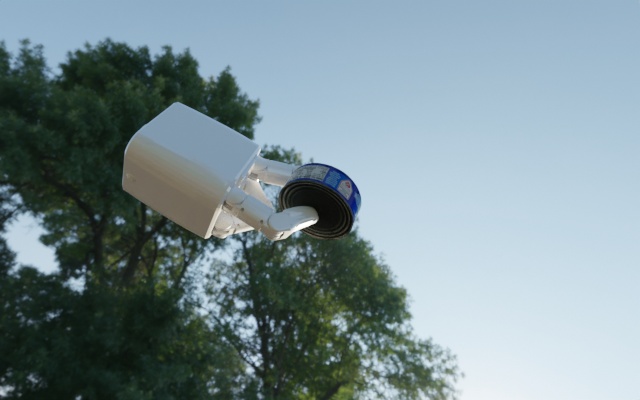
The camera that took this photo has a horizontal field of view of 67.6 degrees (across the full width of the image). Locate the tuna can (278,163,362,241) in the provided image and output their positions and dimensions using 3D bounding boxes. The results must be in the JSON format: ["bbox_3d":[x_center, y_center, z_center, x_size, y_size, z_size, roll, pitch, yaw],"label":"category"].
[{"bbox_3d":[0.000,0.001,0.515,0.086,0.086,0.033,0,41,29],"label":"tuna can"}]
